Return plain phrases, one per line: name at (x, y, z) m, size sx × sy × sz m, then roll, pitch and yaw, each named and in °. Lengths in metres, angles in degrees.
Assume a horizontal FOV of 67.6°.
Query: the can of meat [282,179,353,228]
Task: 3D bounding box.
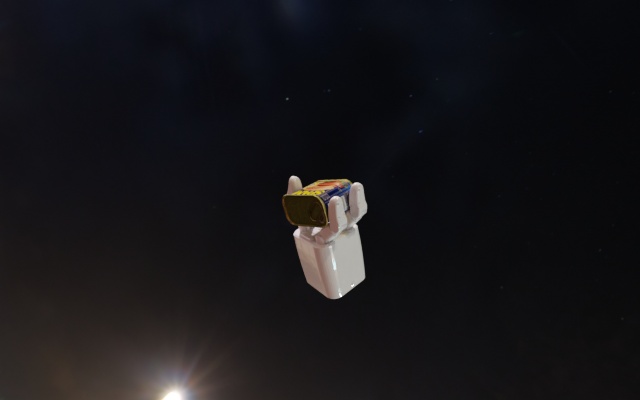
can of meat at (0.000, 0.002, 0.815) m, size 0.102 × 0.057 × 0.084 m, roll 1°, pitch 23°, yaw 47°
